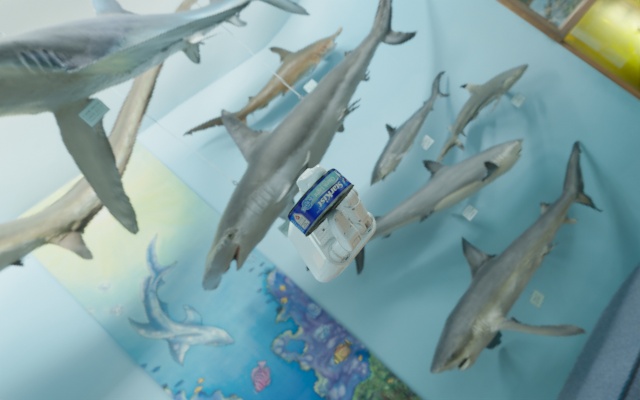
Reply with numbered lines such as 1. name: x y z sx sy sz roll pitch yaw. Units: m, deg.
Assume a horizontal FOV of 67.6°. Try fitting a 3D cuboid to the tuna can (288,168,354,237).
1. tuna can: 0.000 0.001 0.578 0.034 0.086 0.086 43 5 6
